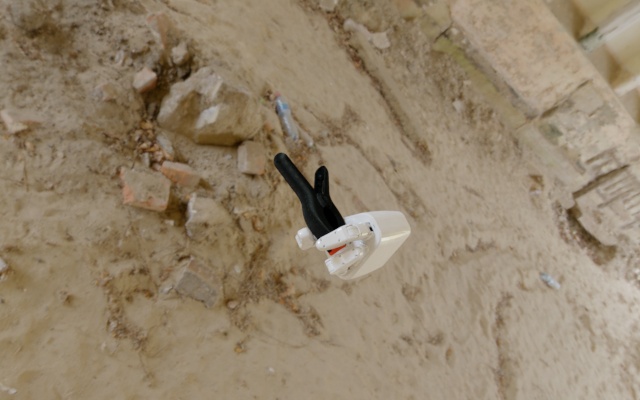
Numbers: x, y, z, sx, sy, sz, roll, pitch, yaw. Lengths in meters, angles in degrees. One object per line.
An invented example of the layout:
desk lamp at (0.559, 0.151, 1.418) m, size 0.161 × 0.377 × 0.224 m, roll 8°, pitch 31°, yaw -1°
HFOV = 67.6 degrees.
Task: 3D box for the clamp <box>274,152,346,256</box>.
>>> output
clamp at (0.001, 0.002, 0.739) m, size 0.039 × 0.171 × 0.120 m, roll -37°, pitch -19°, yaw 34°
